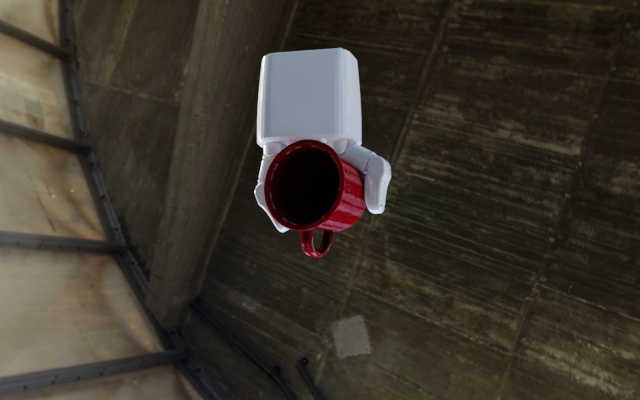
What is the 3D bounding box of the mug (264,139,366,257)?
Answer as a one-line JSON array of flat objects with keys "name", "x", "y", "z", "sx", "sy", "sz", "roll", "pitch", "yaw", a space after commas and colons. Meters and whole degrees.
[{"name": "mug", "x": 0.000, "y": 0.003, "z": 0.508, "sx": 0.093, "sy": 0.117, "sz": 0.081, "roll": -4, "pitch": -10, "yaw": 27}]
